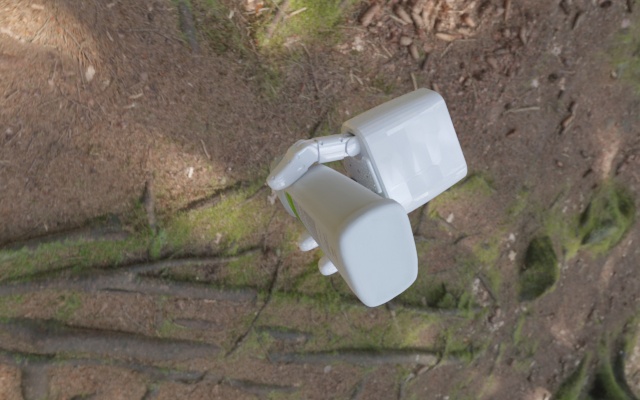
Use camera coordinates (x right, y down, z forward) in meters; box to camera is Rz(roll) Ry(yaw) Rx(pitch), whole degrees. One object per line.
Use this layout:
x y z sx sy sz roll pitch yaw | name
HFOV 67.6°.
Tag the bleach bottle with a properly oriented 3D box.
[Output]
0.000 0.002 0.503 0.068 0.103 0.250 -29 34 -13 | bleach bottle
